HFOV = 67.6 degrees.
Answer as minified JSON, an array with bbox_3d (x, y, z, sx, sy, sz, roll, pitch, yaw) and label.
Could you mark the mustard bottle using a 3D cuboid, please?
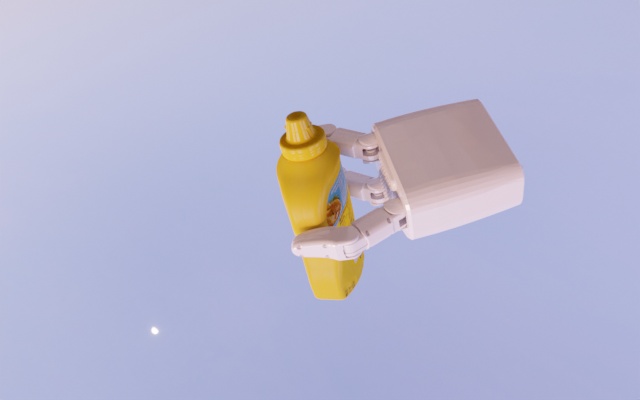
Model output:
[{"bbox_3d":[0.000,0.002,0.457,0.058,0.192,0.096,0,41,18],"label":"mustard bottle"}]
